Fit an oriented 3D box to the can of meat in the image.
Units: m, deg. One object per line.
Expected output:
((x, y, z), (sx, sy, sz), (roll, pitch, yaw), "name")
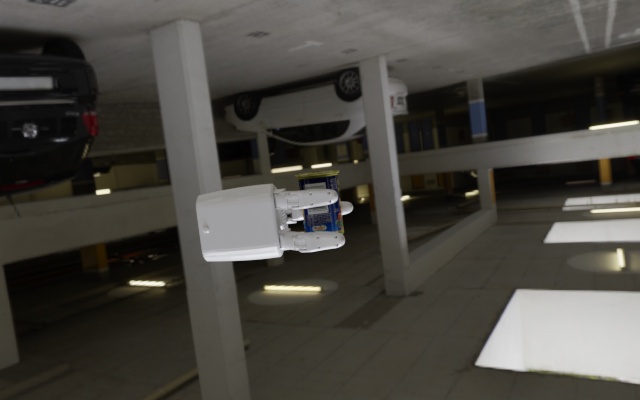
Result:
((0.000, 0.002, 0.654), (0.057, 0.084, 0.102), (-6, 4, 0), "can of meat")
